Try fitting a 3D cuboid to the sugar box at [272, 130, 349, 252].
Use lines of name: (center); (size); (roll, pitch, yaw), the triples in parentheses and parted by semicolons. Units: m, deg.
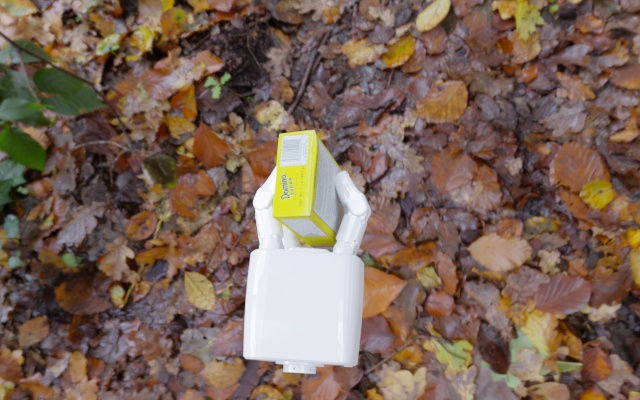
sugar box: (0.000, 0.002, 0.542); (0.048, 0.093, 0.176); (-2, -21, 16)
